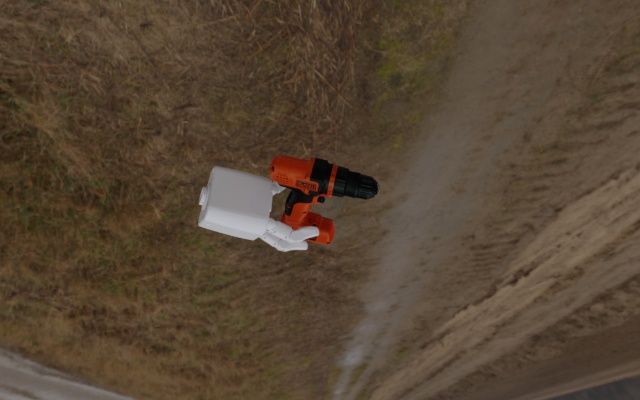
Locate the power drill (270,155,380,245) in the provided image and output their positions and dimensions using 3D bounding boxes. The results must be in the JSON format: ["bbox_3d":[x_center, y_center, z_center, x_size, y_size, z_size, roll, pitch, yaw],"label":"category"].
[{"bbox_3d":[0.000,0.003,0.850,0.184,0.057,0.188,14,-39,4],"label":"power drill"}]
